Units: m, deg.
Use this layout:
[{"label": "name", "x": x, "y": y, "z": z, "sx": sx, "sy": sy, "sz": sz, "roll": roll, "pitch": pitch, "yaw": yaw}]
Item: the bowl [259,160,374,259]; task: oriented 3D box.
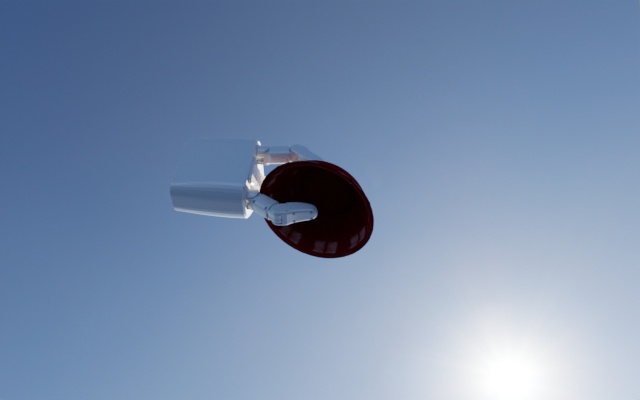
[{"label": "bowl", "x": 0.001, "y": 0.002, "z": 0.654, "sx": 0.162, "sy": 0.162, "sz": 0.055, "roll": 0, "pitch": 35, "yaw": 23}]
